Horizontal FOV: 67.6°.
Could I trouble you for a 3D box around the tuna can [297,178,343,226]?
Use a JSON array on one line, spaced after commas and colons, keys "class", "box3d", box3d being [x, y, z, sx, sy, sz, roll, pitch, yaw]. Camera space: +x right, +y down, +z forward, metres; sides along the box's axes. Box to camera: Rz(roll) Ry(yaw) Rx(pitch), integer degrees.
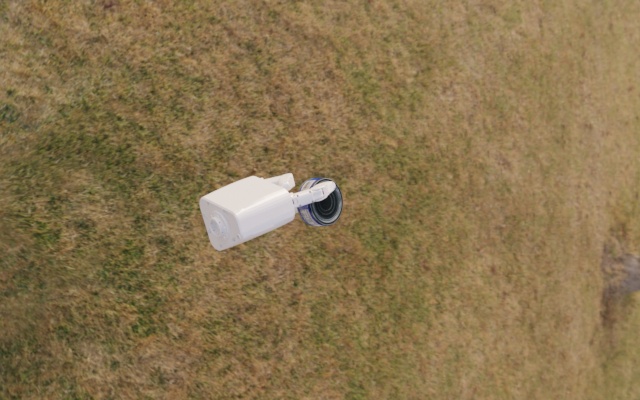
[{"class": "tuna can", "box3d": [0.001, 0.003, 0.841, 0.086, 0.086, 0.034, 0, -3, -44]}]
